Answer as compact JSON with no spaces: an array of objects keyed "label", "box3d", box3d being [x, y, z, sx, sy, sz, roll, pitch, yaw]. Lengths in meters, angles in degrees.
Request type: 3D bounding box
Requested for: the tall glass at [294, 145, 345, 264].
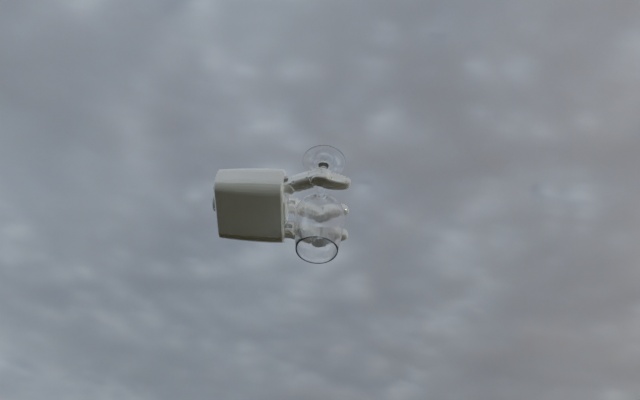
[{"label":"tall glass","box3d":[0.000,0.002,0.752,0.079,0.079,0.200,0,44,4]}]
